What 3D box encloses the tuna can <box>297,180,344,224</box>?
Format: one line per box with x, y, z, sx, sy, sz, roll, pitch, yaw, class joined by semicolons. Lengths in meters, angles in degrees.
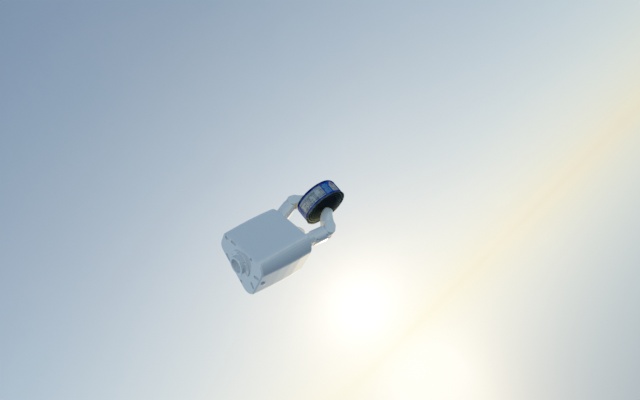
0.000;0.002;0.873;0.086;0.033;0.086;-34;-23;-16;tuna can
